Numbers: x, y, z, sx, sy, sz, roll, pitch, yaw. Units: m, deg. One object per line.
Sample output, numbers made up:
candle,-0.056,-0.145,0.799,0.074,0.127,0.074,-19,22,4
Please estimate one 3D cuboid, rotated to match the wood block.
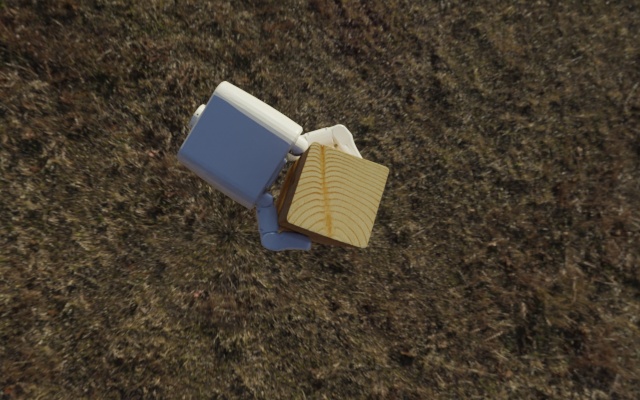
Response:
wood block,0.000,0.002,0.588,0.090,0.091,0.206,19,-7,-9
